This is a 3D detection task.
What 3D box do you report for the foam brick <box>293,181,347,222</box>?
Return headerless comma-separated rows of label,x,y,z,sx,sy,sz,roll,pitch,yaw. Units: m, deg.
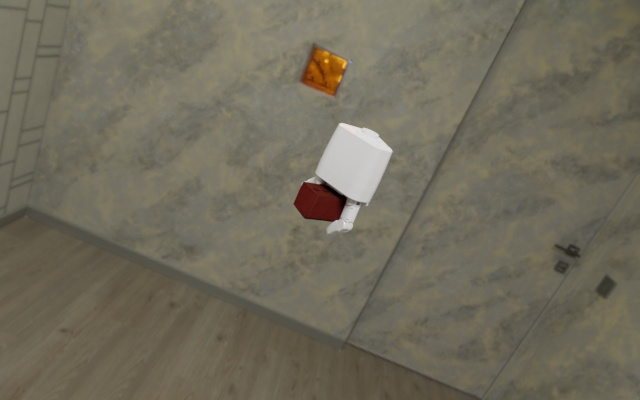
foam brick,0.000,0.003,0.880,0.078,0.051,0.053,8,26,-38
